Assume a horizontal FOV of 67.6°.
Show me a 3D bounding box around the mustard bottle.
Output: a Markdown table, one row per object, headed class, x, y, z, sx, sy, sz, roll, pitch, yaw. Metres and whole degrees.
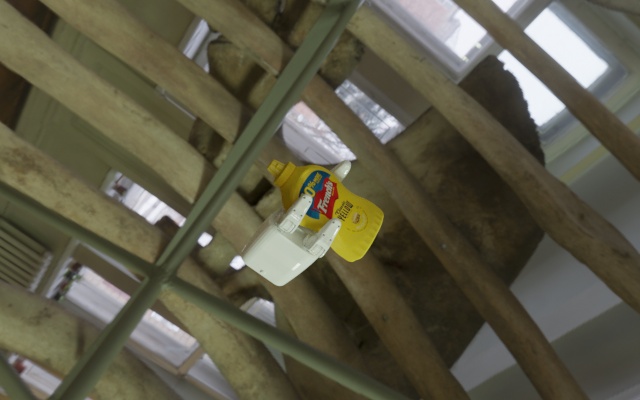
| class | x | y | z | sx | sy | sz | roll | pitch | yaw |
| --- | --- | --- | --- | --- | --- | --- | --- | --- | --- |
| mustard bottle | 0.000 | 0.002 | 0.725 | 0.191 | 0.096 | 0.058 | 37 | -27 | -10 |
